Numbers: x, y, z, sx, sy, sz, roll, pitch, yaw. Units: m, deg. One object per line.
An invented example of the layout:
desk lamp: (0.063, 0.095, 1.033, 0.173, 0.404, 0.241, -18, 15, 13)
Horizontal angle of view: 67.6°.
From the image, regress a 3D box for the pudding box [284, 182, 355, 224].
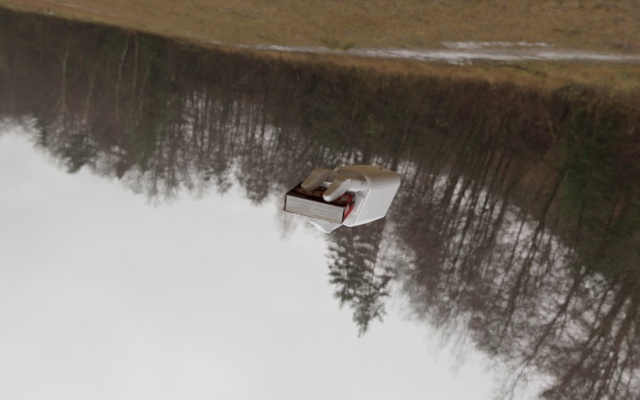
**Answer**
pudding box: (0.000, 0.003, 0.873, 0.113, 0.039, 0.090, 11, 18, 13)
